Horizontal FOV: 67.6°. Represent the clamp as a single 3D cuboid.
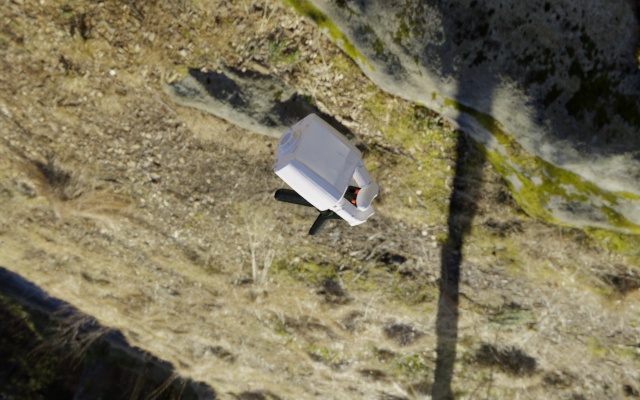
[{"bbox_3d":[0.000,0.003,0.845,0.120,0.039,0.171,38,-43,-27],"label":"clamp"}]
